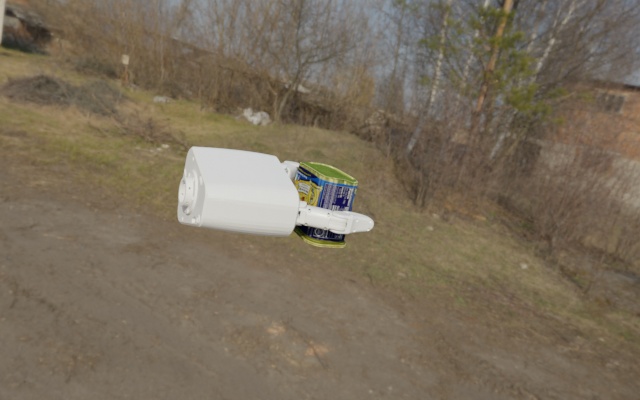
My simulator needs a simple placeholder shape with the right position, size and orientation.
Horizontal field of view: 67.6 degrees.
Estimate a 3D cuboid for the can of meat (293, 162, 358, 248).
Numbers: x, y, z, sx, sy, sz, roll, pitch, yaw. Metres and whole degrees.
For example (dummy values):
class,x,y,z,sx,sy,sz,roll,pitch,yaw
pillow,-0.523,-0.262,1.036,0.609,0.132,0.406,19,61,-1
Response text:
class,x,y,z,sx,sy,sz,roll,pitch,yaw
can of meat,0.000,0.002,0.602,0.057,0.084,0.102,7,14,-26
